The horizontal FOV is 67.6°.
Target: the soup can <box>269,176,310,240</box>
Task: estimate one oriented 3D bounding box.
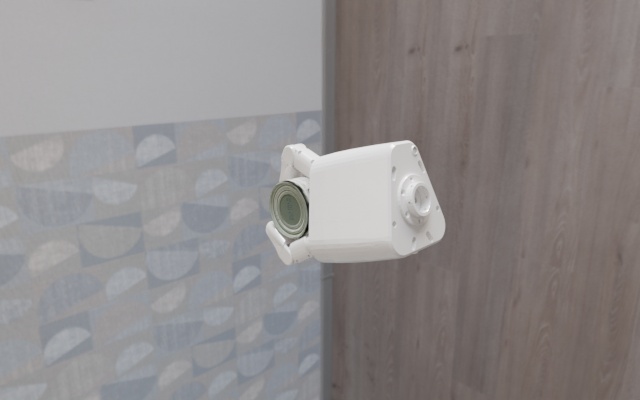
[{"bbox_3d":[0.000,0.002,0.555,0.102,0.068,0.068,-15,10,-43],"label":"soup can"}]
